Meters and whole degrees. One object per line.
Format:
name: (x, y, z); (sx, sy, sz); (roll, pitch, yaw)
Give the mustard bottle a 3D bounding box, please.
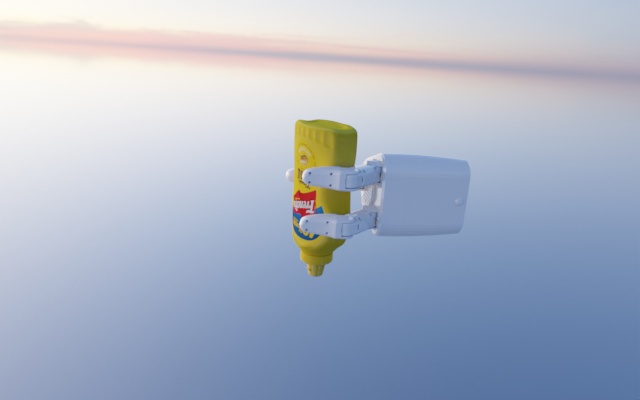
mustard bottle: (0.000, 0.002, 0.579); (0.058, 0.192, 0.096); (-7, 20, -32)
